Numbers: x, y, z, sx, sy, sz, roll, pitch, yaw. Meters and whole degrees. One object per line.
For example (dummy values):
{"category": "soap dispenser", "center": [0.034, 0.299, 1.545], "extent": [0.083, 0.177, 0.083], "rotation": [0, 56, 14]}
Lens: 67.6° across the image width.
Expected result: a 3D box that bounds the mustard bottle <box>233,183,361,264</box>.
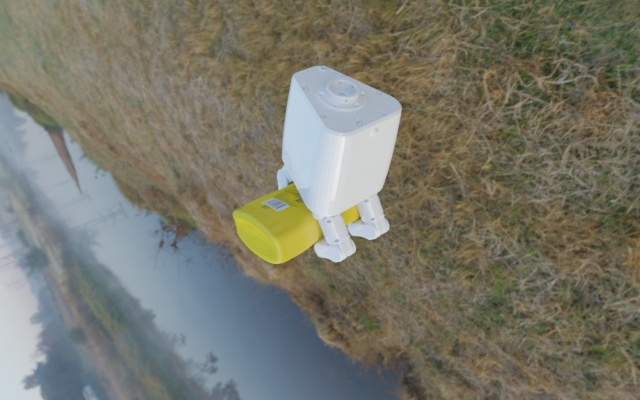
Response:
{"category": "mustard bottle", "center": [0.000, 0.002, 0.566], "extent": [0.191, 0.058, 0.096], "rotation": [-28, 32, -30]}
